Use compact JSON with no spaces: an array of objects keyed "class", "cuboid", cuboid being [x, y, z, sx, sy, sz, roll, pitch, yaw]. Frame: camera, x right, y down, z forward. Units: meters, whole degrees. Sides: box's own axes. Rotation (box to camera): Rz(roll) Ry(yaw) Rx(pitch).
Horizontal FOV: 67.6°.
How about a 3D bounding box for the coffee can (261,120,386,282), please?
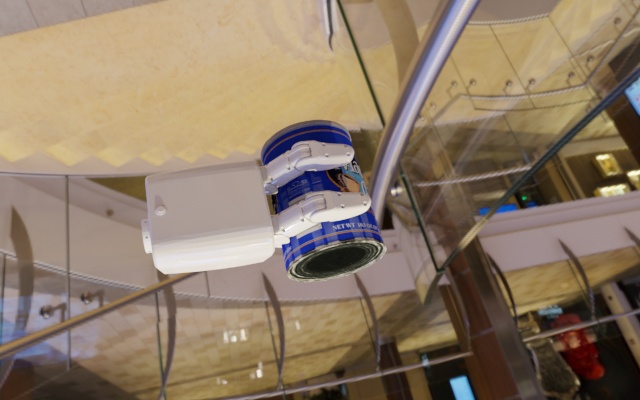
[{"class":"coffee can","cuboid":[0.000,0.002,0.504,0.103,0.140,0.103,-12,-26,-6]}]
